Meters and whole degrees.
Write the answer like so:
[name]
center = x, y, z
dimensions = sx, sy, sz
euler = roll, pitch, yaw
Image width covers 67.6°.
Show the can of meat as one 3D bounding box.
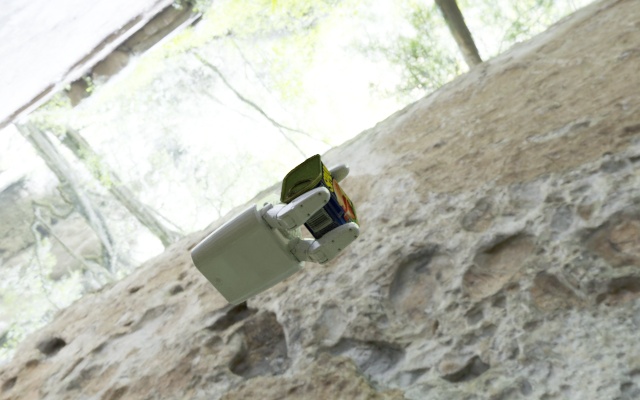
[can of meat]
center = 0.000, 0.002, 0.574
dimensions = 0.057, 0.084, 0.102
euler = -33, 19, 12
